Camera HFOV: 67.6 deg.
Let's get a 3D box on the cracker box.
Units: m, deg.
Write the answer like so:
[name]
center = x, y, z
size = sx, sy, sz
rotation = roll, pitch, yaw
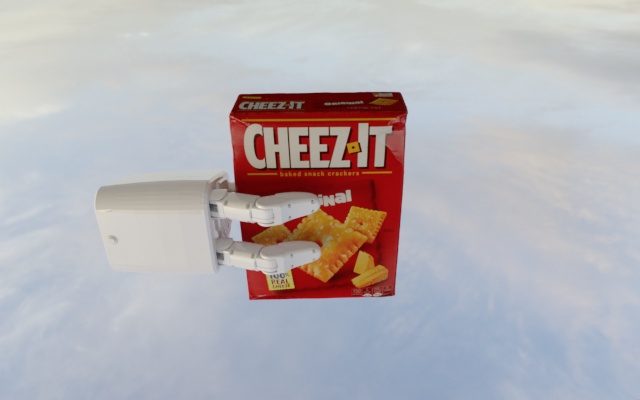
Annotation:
[cracker box]
center = 0.000, 0.002, 0.495
size = 0.164, 0.214, 0.072
rotation = -1, 29, 1
